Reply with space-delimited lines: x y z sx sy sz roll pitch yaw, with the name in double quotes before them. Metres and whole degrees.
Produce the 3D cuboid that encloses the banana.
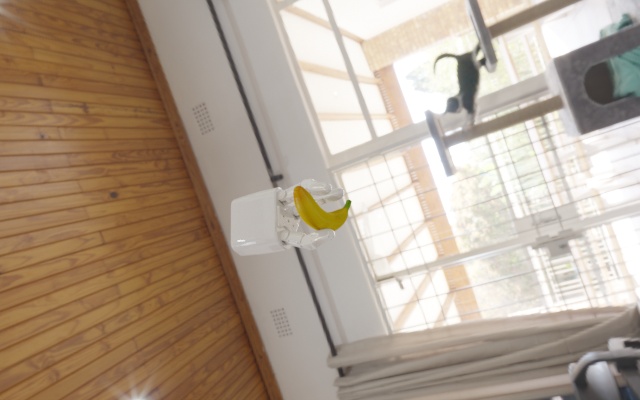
"banana" 0.002 0.022 0.848 0.037 0.069 0.198 -3 -8 27
